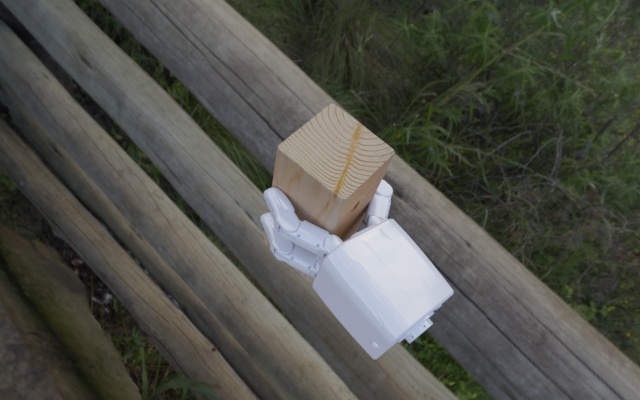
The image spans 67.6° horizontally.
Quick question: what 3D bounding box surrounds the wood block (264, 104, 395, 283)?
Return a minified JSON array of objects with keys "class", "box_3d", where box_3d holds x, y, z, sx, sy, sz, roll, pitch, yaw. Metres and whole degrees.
[{"class":"wood block","box_3d":[0.001,0.002,0.563,0.090,0.090,0.206,-43,-16,-30]}]
